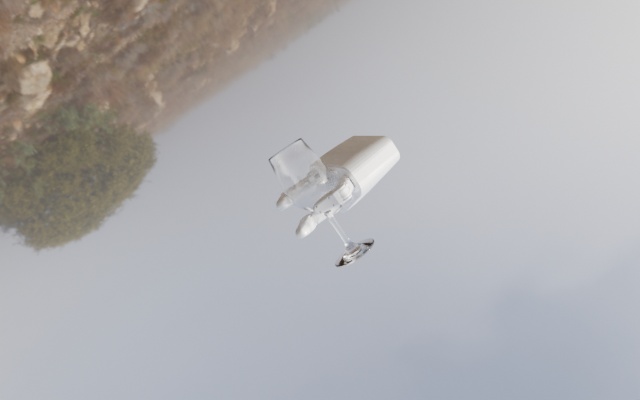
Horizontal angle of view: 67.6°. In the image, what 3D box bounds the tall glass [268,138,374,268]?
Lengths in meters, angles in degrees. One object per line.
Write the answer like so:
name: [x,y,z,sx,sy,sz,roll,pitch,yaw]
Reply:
tall glass: [0.000,0.003,0.745,0.079,0.201,0.079,-33,10,6]
